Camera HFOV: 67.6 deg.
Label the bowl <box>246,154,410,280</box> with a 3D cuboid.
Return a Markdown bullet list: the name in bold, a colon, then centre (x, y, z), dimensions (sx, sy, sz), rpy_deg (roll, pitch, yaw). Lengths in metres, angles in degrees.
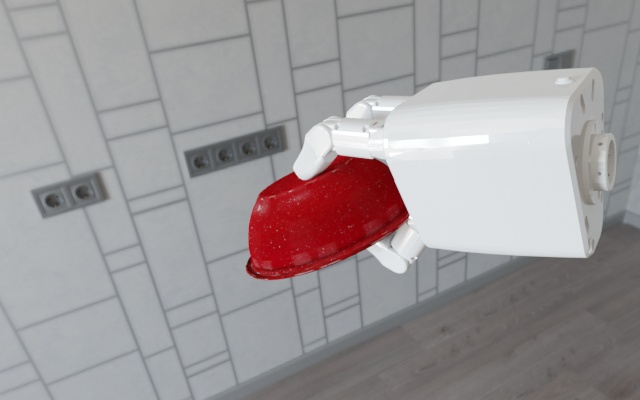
- **bowl**: centre (-0.001, 0.001, 0.403), dimensions (0.162, 0.055, 0.162), rpy_deg (-23, 12, 6)
